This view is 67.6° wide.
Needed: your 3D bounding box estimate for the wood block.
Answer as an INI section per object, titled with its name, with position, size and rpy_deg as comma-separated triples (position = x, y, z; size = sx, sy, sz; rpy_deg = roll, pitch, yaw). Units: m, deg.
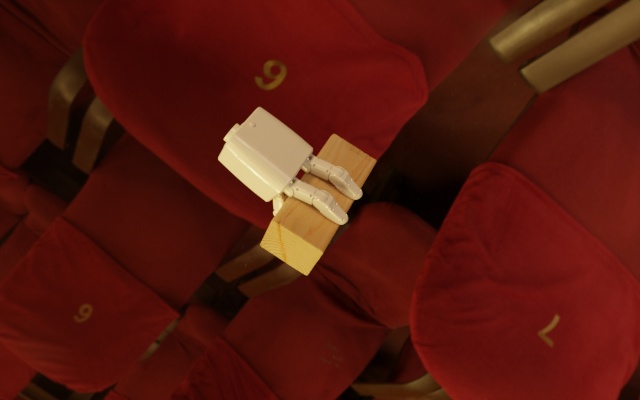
[wood block]
position = 0.000, 0.003, 0.770
size = 0.090, 0.206, 0.091
rpy_deg = 32, -36, 1
